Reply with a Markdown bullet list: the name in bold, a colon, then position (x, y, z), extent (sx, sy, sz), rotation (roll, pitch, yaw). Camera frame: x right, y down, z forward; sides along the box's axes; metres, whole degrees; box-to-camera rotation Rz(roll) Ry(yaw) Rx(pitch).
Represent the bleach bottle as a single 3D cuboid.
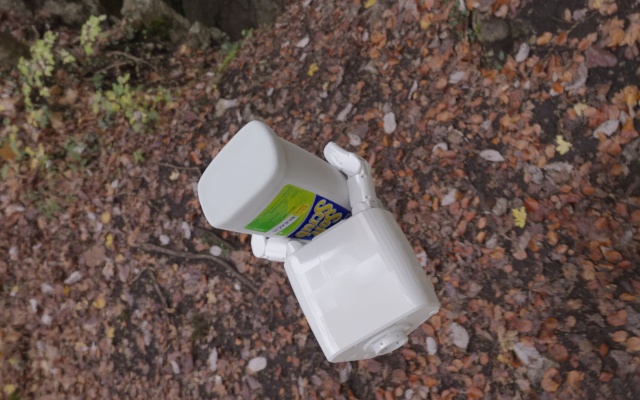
- **bleach bottle**: position (0.000, 0.002, 0.507), extent (0.102, 0.068, 0.251), rotation (-42, -33, 24)
